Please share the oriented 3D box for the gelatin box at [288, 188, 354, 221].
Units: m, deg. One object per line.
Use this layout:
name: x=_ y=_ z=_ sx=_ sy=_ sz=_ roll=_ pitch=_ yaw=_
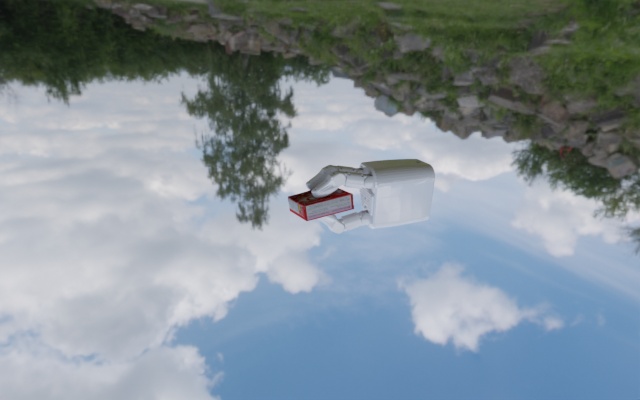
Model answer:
gelatin box: x=0.000 y=0.003 z=0.791 sx=0.089 sy=0.030 sz=0.073 roll=-15 pitch=18 yaw=-22
